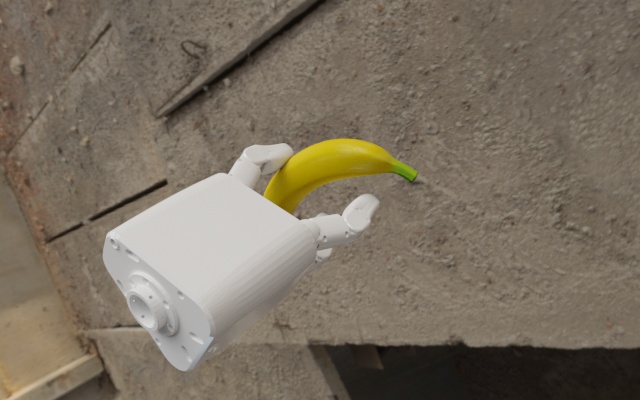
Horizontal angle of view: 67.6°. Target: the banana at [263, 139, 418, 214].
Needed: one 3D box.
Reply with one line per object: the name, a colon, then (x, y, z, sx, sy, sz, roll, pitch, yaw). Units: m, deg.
banana: (-0.007, -0.015, 0.460, 0.198, 0.069, 0.037, -21, 15, 42)
